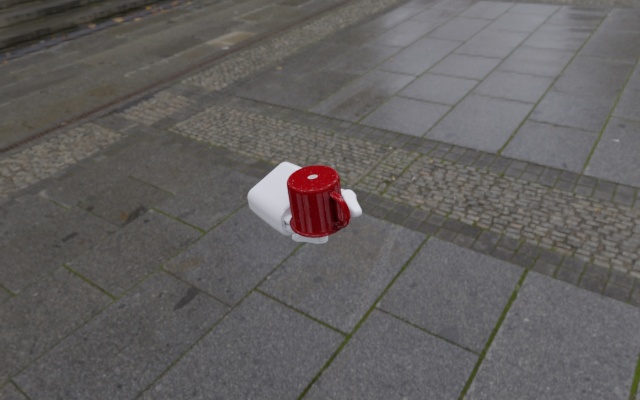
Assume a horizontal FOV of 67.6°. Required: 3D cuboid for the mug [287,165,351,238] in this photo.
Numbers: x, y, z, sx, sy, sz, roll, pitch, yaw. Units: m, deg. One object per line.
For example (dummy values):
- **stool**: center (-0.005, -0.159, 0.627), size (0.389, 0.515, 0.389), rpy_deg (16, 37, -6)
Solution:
- **mug**: center (0.001, 0.003, 0.732), size (0.093, 0.082, 0.117), rpy_deg (-30, 39, -30)
